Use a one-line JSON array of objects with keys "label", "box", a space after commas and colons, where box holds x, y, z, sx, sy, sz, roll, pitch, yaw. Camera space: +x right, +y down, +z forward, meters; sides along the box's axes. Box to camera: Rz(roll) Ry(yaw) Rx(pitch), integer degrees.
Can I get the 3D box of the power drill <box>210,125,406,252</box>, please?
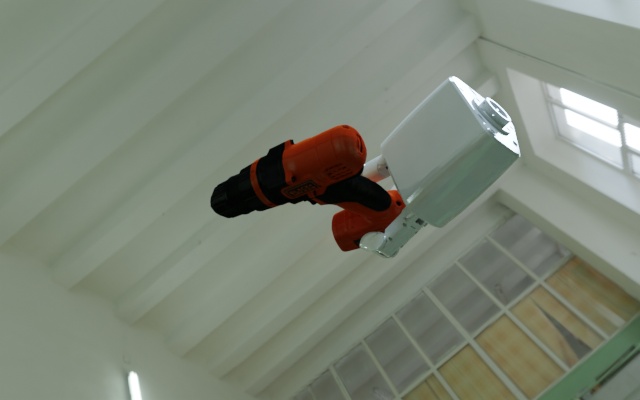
[{"label": "power drill", "box": [0.001, 0.002, 0.524, 0.184, 0.057, 0.188, -19, -30, 31]}]
